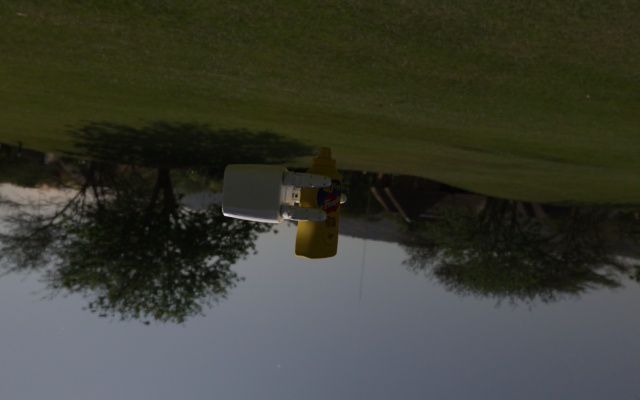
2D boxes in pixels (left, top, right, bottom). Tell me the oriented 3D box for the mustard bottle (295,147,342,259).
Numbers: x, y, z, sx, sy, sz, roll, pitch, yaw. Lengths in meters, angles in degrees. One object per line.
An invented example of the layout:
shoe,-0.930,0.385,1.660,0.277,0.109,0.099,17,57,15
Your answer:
mustard bottle,0.000,0.003,0.834,0.058,0.191,0.096,6,3,34
